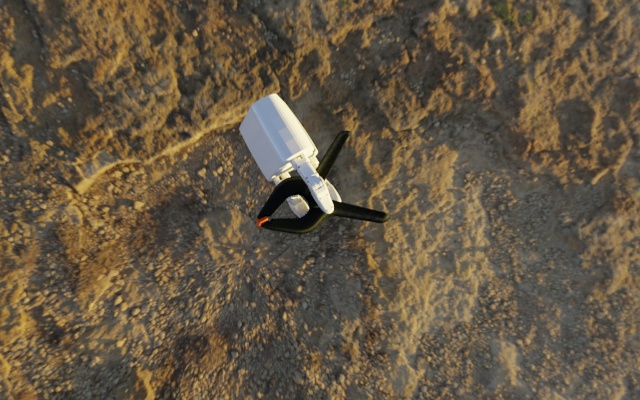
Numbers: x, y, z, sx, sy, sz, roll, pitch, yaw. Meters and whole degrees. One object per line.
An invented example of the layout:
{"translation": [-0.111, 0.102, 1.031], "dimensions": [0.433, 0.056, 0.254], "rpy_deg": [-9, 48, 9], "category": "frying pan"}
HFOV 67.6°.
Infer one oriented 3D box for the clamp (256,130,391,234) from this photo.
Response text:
{"translation": [0.000, 0.002, 0.763], "dimensions": [0.210, 0.164, 0.036], "rpy_deg": [-31, -6, -11], "category": "clamp"}
